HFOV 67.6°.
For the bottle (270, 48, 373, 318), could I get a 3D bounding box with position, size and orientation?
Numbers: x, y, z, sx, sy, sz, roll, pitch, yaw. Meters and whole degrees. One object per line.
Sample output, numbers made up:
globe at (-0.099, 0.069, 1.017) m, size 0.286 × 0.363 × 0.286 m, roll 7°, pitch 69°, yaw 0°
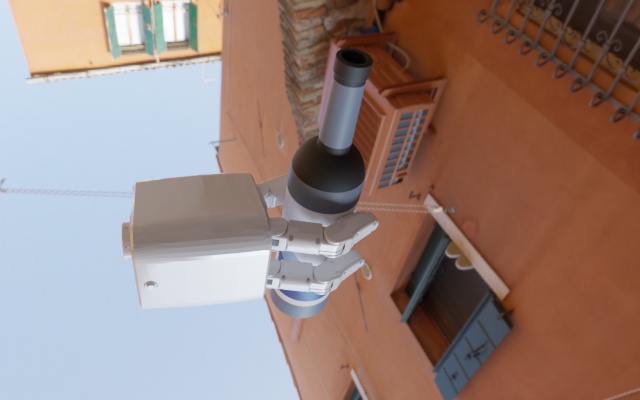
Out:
bottle at (0.000, 0.002, 0.443) m, size 0.069 × 0.296 × 0.069 m, roll 7°, pitch 44°, yaw -7°
